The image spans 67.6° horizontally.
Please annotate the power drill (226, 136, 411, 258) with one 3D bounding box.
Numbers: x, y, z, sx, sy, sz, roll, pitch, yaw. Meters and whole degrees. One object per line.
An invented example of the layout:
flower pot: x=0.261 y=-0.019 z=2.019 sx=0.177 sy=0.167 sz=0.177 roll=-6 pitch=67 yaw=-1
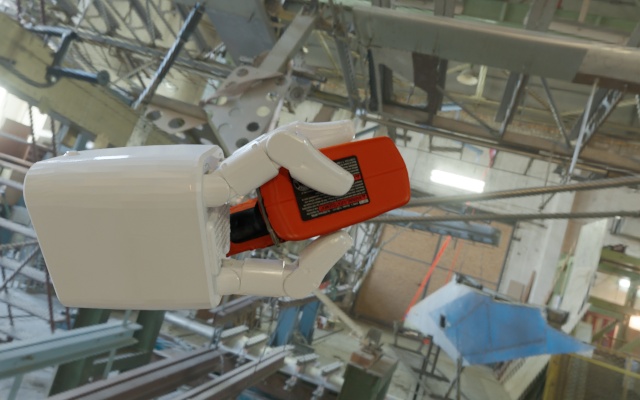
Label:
power drill: x=0.000 y=0.001 z=0.409 sx=0.184 sy=0.057 sz=0.188 roll=-18 pitch=-5 yaw=-20
